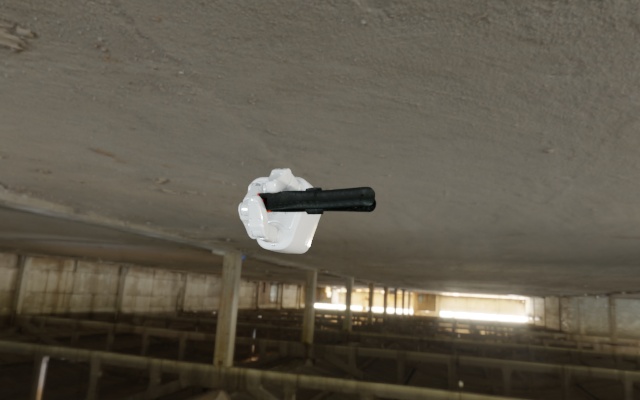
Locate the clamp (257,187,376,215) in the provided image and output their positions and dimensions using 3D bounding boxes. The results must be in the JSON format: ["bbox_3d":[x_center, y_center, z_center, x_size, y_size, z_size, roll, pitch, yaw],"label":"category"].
[{"bbox_3d":[0.000,0.003,0.669,0.171,0.039,0.120,0,-11,16],"label":"clamp"}]
